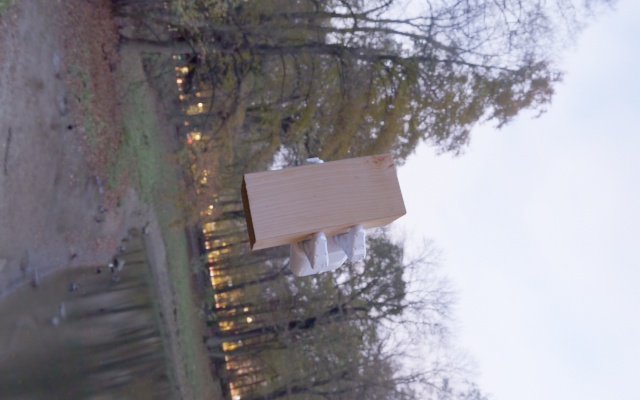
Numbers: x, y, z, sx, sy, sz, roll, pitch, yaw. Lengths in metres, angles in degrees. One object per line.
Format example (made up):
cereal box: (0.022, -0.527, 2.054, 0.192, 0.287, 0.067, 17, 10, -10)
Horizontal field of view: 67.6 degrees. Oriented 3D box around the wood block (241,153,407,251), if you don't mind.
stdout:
wood block: (0.000, 0.002, 0.666, 0.206, 0.091, 0.090, -10, -12, -14)
